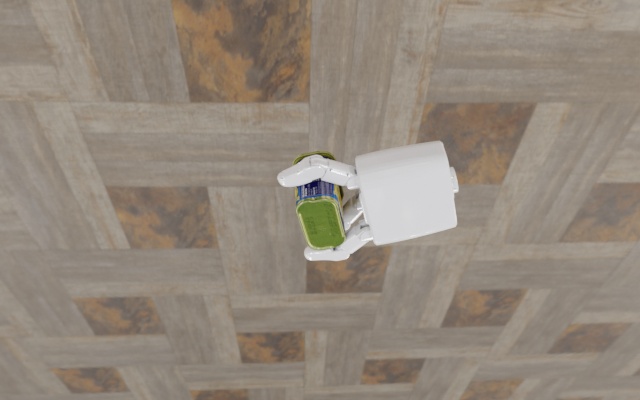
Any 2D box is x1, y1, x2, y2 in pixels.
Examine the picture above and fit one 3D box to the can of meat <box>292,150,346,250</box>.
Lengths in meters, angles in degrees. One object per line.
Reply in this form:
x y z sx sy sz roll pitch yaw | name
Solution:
0.000 0.002 0.616 0.057 0.083 0.102 -10 -44 6 | can of meat
